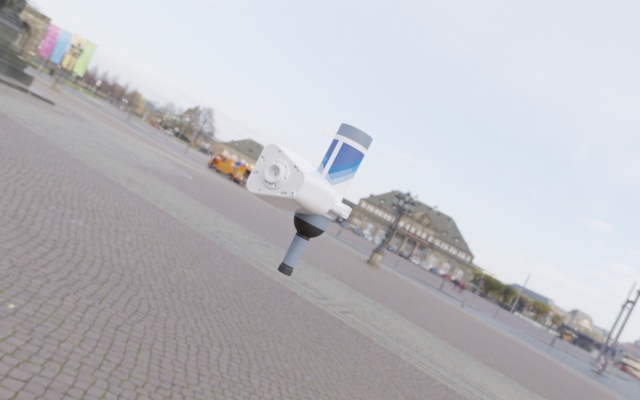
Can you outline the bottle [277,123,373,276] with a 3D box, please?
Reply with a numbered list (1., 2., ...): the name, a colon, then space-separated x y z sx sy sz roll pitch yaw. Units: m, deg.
1. bottle: 0.000 0.003 0.881 0.069 0.295 0.069 27 -1 1
